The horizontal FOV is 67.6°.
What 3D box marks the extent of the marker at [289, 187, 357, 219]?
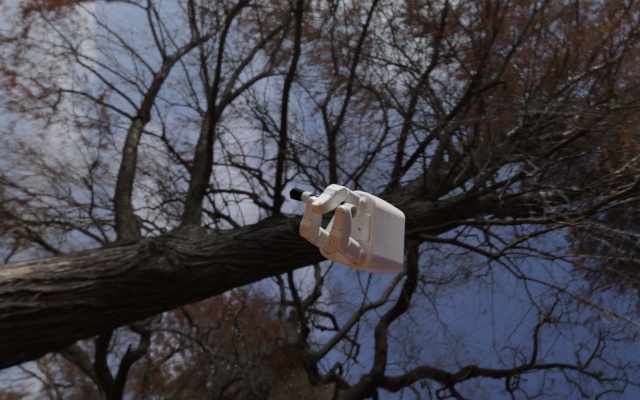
[{"bbox_3d":[0.000,0.002,0.685,0.121,0.020,0.020,17,11,40],"label":"marker"}]
